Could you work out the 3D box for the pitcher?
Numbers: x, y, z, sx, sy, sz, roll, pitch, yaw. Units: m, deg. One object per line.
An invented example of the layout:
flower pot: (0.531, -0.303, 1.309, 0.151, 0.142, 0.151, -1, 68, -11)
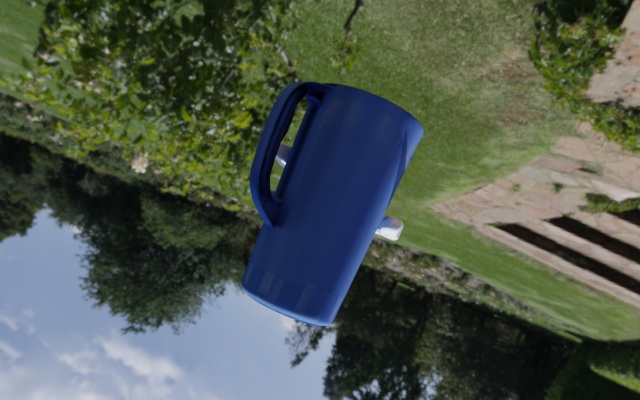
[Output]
pitcher: (0.000, 0.002, 0.520, 0.149, 0.243, 0.145, 23, -6, 8)
